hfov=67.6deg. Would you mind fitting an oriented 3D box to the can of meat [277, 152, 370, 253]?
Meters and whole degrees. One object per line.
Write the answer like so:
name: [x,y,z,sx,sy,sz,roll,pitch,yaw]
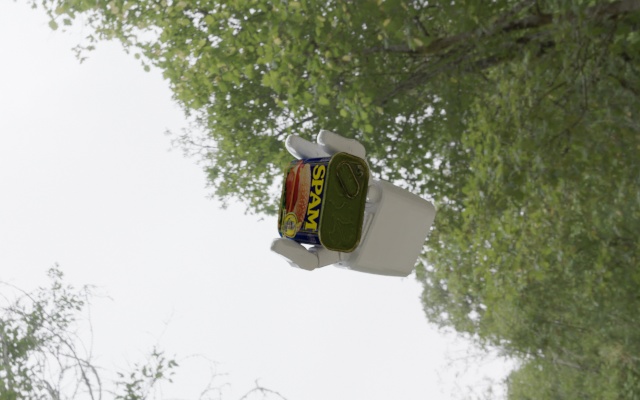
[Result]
can of meat: [0.000,0.002,0.522,0.057,0.102,0.084,13,-7,-39]
